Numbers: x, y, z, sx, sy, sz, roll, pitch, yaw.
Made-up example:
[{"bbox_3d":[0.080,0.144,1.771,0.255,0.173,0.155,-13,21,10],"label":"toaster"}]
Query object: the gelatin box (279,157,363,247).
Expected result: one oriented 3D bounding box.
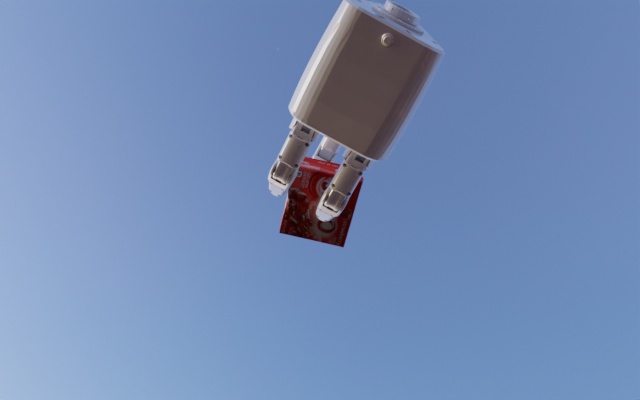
[{"bbox_3d":[0.000,0.002,0.506,0.073,0.089,0.030,13,33,-3],"label":"gelatin box"}]
